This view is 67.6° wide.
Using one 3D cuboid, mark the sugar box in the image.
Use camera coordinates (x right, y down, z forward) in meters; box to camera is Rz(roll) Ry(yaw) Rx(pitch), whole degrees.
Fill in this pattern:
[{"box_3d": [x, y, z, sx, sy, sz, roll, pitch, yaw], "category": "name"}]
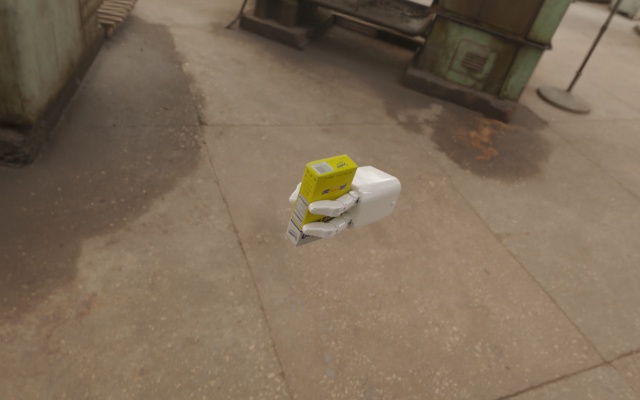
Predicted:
[{"box_3d": [0.001, 0.003, 0.886, 0.093, 0.176, 0.048, -16, 47, -34], "category": "sugar box"}]
